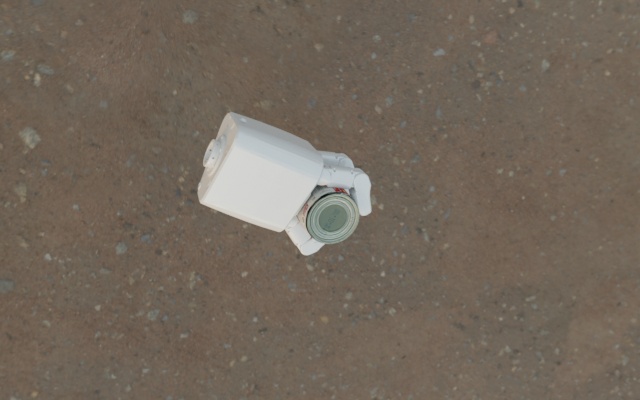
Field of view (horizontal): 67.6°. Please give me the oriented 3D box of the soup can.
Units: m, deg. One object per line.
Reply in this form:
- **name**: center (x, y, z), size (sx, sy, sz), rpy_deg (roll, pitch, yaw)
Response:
- **soup can**: center (0.001, 0.002, 0.595), size (0.068, 0.068, 0.102), rpy_deg (0, 23, -19)
